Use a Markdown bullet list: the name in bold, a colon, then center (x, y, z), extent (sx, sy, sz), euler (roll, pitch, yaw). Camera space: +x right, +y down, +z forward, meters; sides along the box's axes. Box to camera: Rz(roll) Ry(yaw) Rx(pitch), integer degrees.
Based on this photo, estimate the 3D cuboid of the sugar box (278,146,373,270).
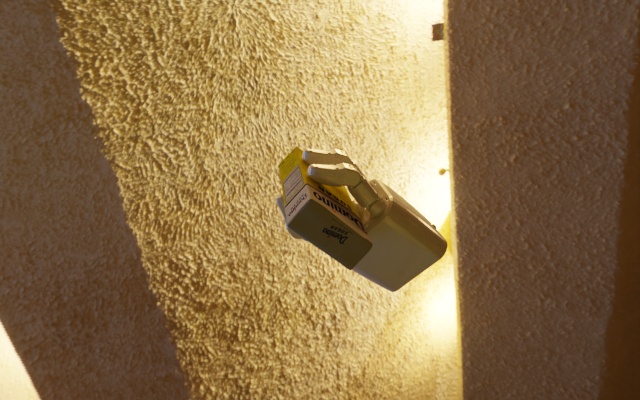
- **sugar box**: center (0.001, 0.002, 0.571), extent (0.093, 0.048, 0.176), euler (37, 12, -22)
